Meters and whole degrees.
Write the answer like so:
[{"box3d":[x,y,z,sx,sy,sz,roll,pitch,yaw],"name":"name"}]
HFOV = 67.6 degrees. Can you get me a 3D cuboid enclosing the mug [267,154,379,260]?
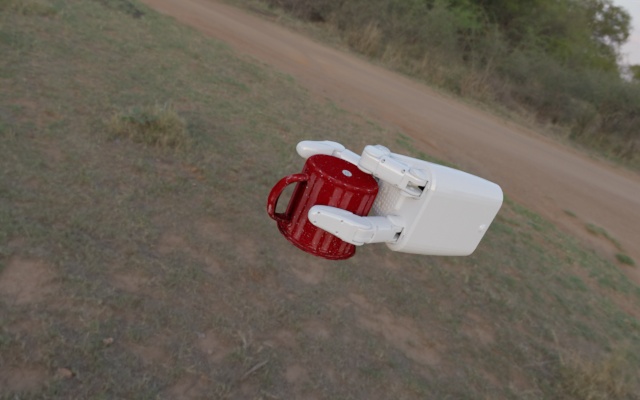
[{"box3d":[-0.001,0.001,0.499,0.117,0.081,0.093,10,26,-30],"name":"mug"}]
